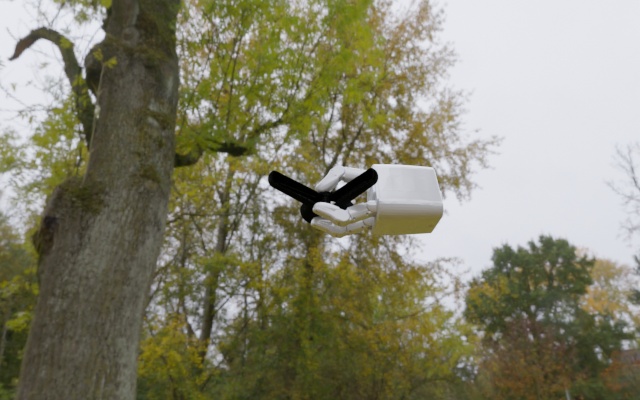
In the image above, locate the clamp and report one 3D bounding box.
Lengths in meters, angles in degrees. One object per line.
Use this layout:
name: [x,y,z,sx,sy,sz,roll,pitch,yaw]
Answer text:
clamp: [0.000,0.002,0.790,0.164,0.036,0.210,3,-26,-1]
